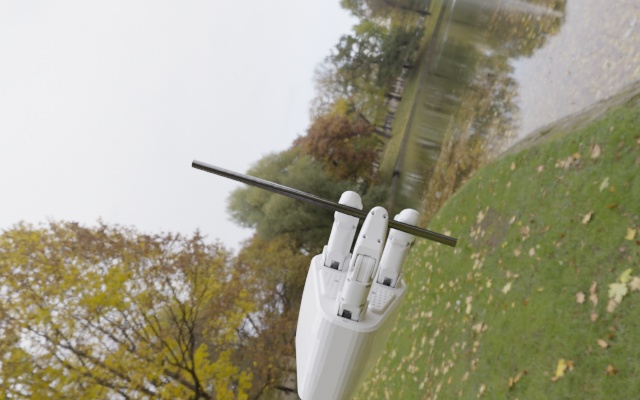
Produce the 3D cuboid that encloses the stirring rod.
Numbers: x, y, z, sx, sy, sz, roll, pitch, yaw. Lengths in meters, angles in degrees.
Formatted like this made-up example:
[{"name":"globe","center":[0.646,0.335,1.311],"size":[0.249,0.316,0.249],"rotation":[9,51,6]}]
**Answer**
[{"name":"stirring rod","center":[0.000,0.001,0.417],"size":[0.239,0.011,0.011],"rotation":[17,2,6]}]
